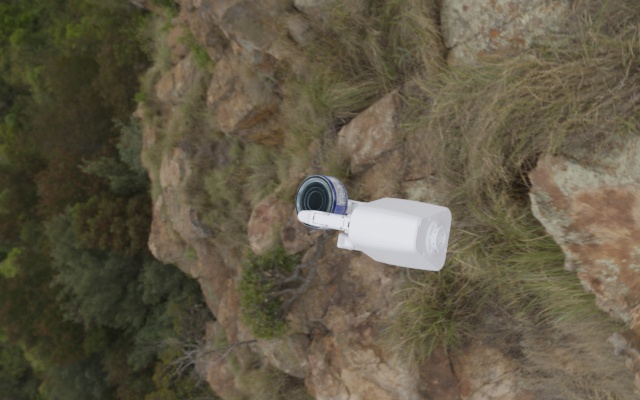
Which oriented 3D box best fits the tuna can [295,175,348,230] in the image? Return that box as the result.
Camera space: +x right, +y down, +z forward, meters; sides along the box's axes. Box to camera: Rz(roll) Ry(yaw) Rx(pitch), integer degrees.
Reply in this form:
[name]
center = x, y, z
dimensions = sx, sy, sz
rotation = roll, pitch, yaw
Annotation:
[tuna can]
center = 0.000, 0.002, 0.754
dimensions = 0.086, 0.086, 0.034
rotation = 0, -5, 42
